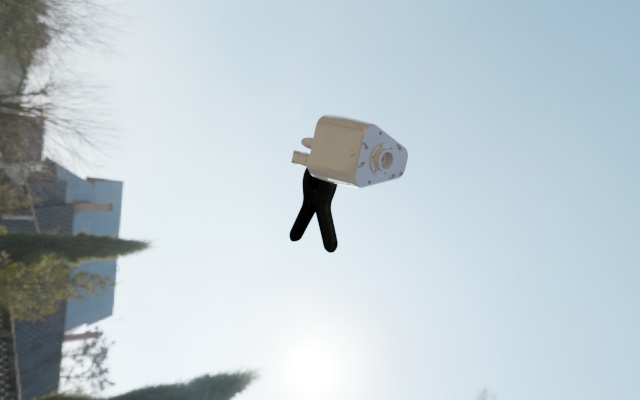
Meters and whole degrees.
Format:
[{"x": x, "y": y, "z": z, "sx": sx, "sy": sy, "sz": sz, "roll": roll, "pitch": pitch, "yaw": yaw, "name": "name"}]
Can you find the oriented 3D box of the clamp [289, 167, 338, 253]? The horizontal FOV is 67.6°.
[{"x": 0.001, "y": 0.002, "z": 0.789, "sx": 0.039, "sy": 0.171, "sz": 0.120, "roll": 1, "pitch": 14, "yaw": -42, "name": "clamp"}]
